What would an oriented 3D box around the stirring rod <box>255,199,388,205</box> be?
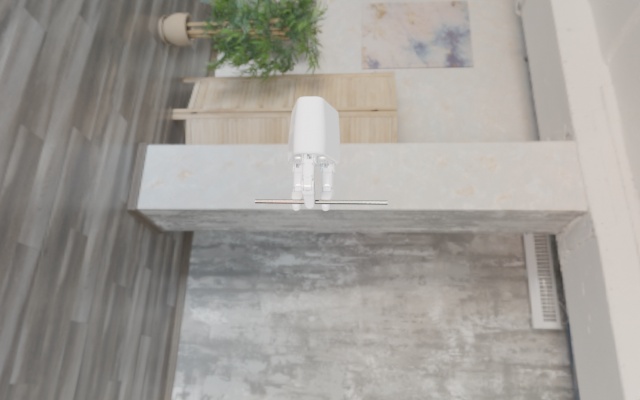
[{"bbox_3d":[0.000,0.003,0.864,0.239,0.011,0.011,1,0,6],"label":"stirring rod"}]
